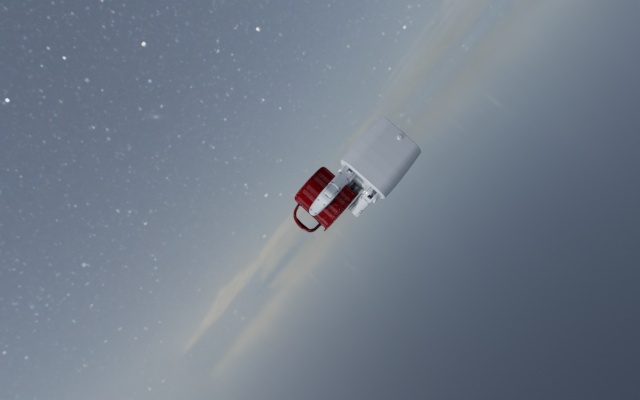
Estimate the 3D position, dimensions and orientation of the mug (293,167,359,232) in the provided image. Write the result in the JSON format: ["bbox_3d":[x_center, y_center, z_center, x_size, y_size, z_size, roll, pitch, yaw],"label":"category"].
[{"bbox_3d":[-0.001,0.004,0.851,0.081,0.117,0.093,42,-6,1],"label":"mug"}]
